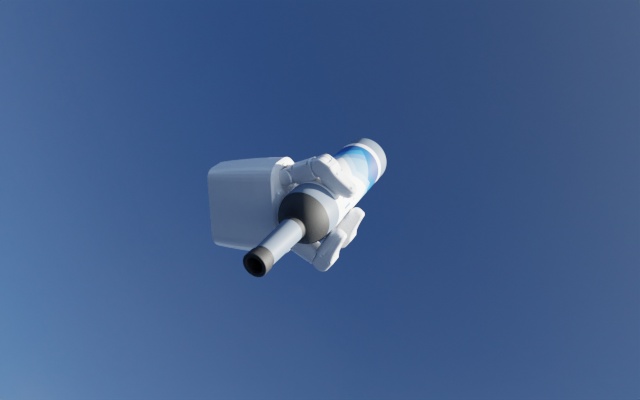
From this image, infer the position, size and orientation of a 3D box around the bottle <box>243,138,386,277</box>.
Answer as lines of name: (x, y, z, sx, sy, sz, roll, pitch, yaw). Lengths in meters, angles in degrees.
bottle: (0.000, 0.002, 0.580, 0.069, 0.069, 0.295, 0, 25, 29)
